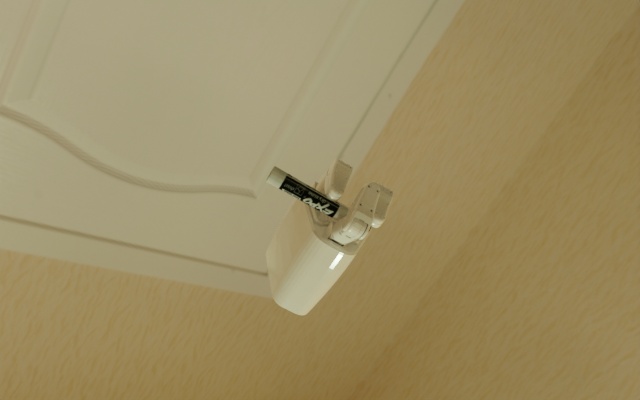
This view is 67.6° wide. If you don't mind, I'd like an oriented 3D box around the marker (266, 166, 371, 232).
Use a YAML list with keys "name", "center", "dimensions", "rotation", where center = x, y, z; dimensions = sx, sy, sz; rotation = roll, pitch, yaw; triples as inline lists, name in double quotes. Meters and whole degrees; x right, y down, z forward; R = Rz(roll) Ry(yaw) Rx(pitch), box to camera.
- name: "marker"
  center: [0.000, 0.002, 0.500]
  dimensions: [0.121, 0.020, 0.020]
  rotation: [29, -5, -9]
